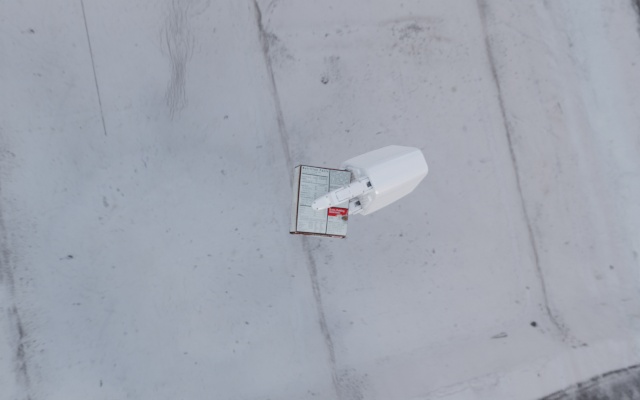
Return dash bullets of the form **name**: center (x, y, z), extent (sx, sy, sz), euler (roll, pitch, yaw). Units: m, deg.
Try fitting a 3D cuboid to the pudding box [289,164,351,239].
- **pudding box**: center (0.000, 0.003, 0.775), extent (0.090, 0.113, 0.039), euler (7, -9, -17)
